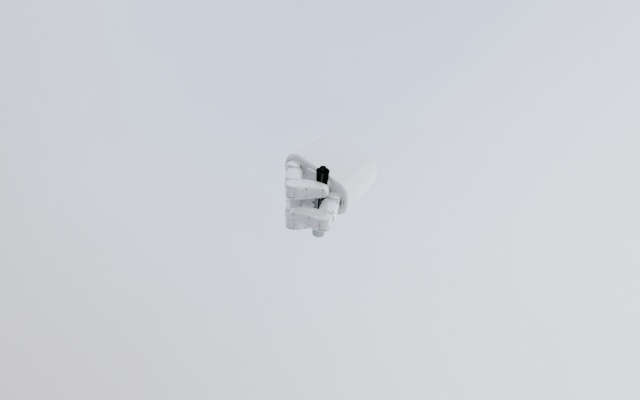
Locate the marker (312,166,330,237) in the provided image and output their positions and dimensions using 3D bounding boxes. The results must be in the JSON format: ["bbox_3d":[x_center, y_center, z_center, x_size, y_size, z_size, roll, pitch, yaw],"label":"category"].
[{"bbox_3d":[0.000,0.002,0.694,0.020,0.121,0.020,3,36,-2],"label":"marker"}]
